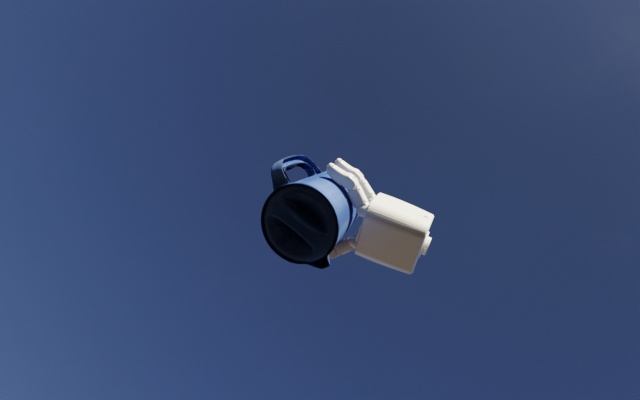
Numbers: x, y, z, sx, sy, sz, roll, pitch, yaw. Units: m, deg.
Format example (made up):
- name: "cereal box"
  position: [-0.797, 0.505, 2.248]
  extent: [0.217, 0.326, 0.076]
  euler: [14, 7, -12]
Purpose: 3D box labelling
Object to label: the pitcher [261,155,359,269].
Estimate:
- name: "pitcher"
  position: [0.000, 0.003, 0.850]
  extent: [0.145, 0.149, 0.242]
  euler: [20, 19, 14]
